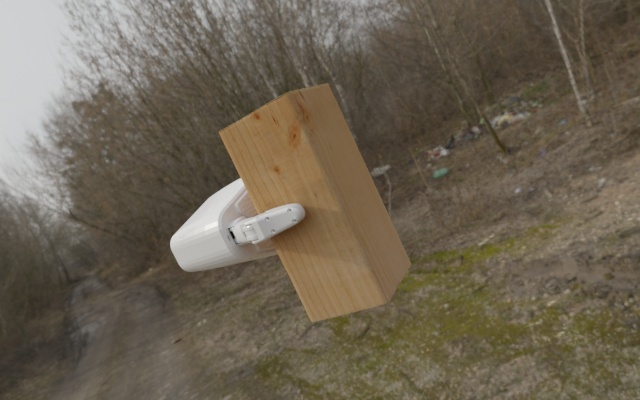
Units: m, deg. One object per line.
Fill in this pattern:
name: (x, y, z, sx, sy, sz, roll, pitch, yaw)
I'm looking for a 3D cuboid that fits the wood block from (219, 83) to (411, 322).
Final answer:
wood block: (0.000, 0.002, 0.473, 0.090, 0.206, 0.090, -22, 7, 30)
